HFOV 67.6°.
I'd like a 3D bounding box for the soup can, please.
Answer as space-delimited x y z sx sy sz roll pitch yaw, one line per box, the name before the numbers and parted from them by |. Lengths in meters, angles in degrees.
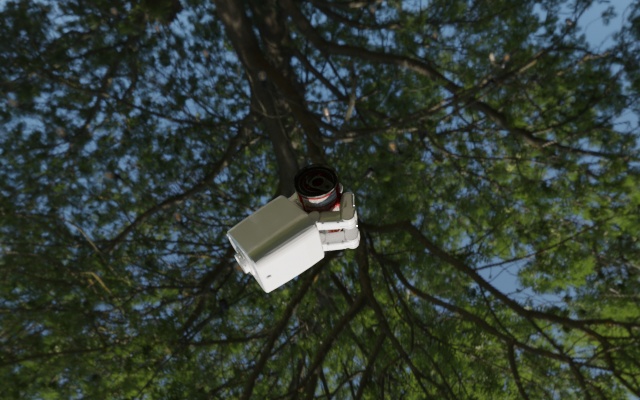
soup can | 0.000 0.002 0.735 0.068 0.068 0.102 0 -41 11
